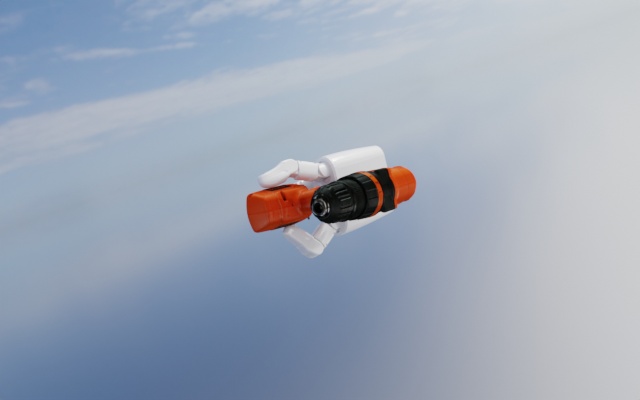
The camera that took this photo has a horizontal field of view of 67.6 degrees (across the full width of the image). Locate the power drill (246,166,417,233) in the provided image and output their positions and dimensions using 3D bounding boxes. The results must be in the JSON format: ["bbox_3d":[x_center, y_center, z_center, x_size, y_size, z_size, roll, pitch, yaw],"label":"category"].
[{"bbox_3d":[0.000,0.002,0.577,0.187,0.057,0.184,-8,3,38],"label":"power drill"}]
